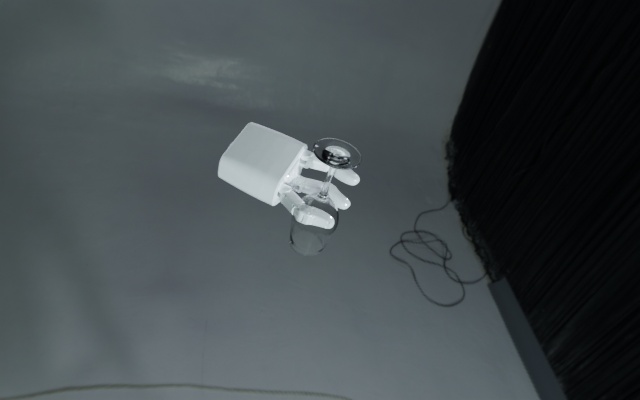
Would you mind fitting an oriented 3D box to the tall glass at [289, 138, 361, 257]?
[{"bbox_3d":[0.000,0.002,0.767,0.079,0.201,0.079,11,40,-9],"label":"tall glass"}]
